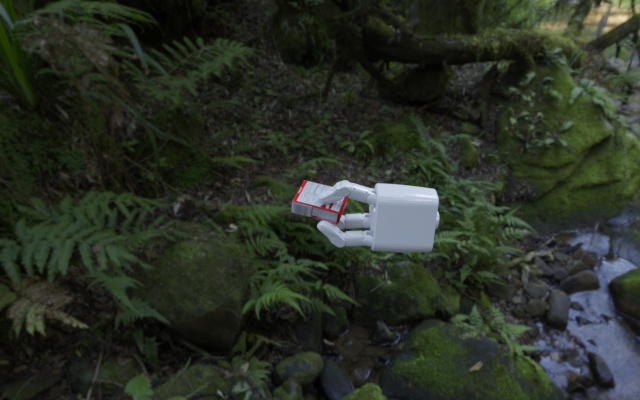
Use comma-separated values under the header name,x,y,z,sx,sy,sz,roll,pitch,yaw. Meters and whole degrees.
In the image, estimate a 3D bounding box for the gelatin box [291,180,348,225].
name,x,y,z,sx,sy,sz,roll,pitch,yaw
gelatin box,0.000,0.002,0.856,0.089,0.030,0.073,14,36,8
